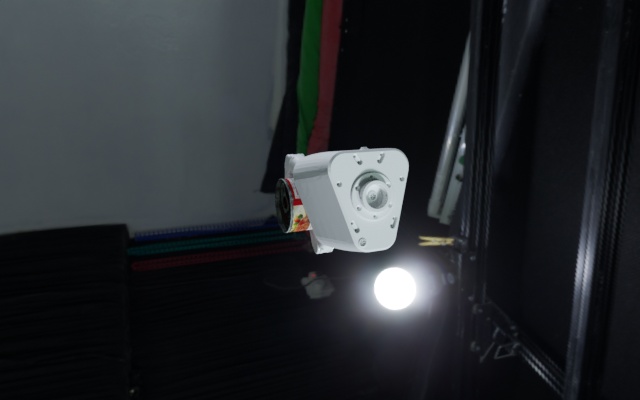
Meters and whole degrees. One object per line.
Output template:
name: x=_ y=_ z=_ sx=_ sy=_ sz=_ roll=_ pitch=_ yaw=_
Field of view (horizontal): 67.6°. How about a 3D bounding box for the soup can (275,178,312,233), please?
soup can: x=0.000 y=0.002 z=0.611 sx=0.102 sy=0.068 sz=0.068 roll=-6 pitch=2 yaw=-21
